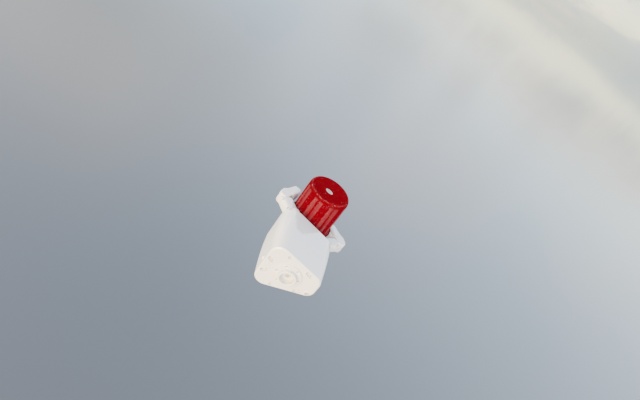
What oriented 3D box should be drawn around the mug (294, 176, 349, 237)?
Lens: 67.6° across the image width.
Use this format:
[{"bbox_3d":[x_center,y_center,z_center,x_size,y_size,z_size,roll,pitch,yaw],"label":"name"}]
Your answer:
[{"bbox_3d":[0.000,0.002,0.894,0.093,0.081,0.117,29,34,-12],"label":"mug"}]
